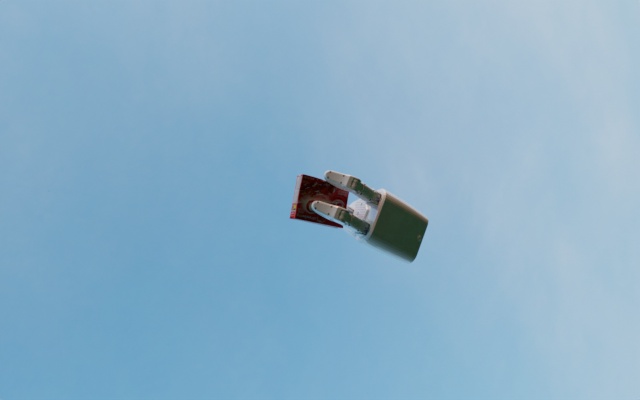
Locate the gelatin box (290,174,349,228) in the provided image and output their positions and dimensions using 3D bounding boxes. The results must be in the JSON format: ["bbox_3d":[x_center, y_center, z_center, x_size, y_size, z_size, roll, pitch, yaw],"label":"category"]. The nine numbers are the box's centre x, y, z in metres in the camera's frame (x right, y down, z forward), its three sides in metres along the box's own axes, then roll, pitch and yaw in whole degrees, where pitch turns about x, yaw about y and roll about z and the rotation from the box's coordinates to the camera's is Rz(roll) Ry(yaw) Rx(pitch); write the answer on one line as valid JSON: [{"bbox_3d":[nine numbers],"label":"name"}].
[{"bbox_3d":[0.000,0.002,0.779,0.089,0.073,0.030,13,-7,-22],"label":"gelatin box"}]
